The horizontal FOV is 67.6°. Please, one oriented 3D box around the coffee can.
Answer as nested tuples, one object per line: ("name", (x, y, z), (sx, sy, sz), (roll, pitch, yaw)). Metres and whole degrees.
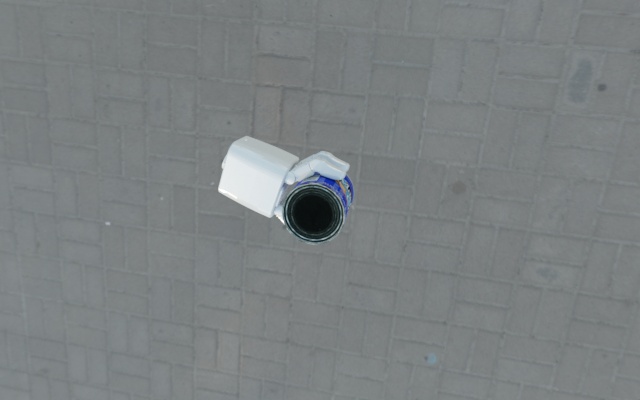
("coffee can", (0.000, 0.003, 0.819), (0.103, 0.103, 0.140), (0, 16, 10))
